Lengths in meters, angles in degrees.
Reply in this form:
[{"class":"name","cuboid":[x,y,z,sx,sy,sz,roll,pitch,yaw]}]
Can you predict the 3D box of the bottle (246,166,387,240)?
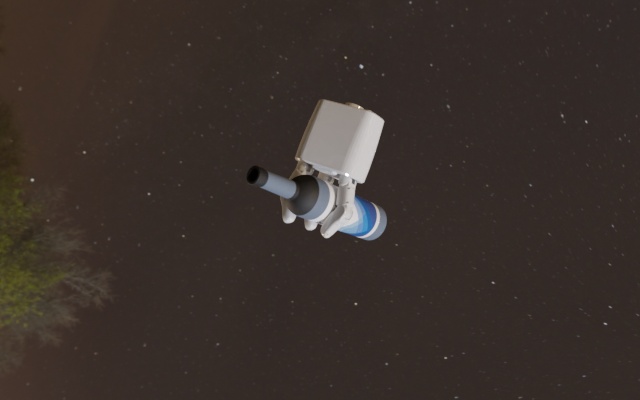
[{"class":"bottle","cuboid":[0.000,0.003,0.757,0.069,0.069,0.296,0,-15,40]}]
